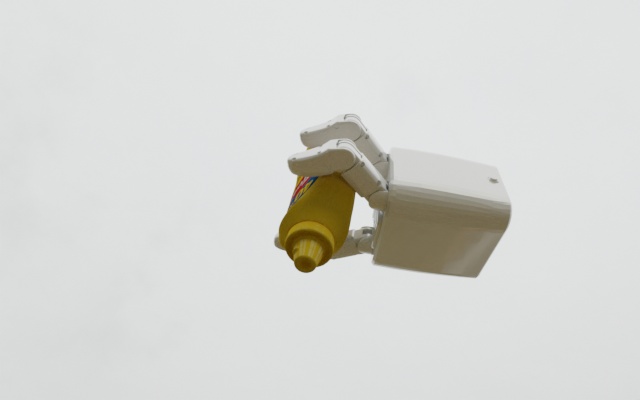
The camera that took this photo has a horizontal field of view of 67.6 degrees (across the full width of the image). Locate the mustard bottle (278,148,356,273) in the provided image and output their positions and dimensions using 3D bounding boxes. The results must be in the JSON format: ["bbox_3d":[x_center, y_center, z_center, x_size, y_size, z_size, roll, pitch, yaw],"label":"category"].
[{"bbox_3d":[0.000,0.001,0.456,0.058,0.096,0.191,30,31,-11],"label":"mustard bottle"}]
